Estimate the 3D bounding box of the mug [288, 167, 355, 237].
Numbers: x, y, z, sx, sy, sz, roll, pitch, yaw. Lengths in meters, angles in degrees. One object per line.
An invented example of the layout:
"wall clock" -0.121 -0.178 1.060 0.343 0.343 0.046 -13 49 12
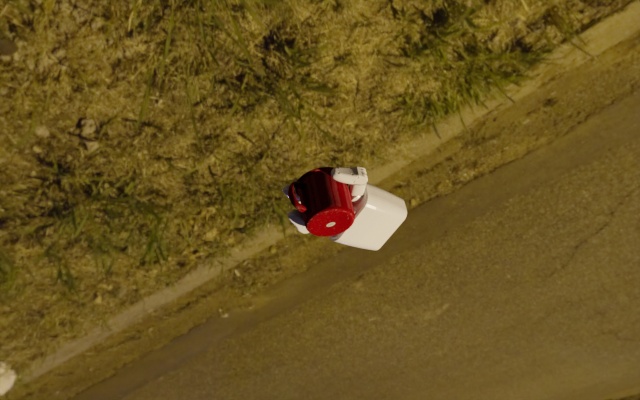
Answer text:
"mug" -0.001 0.002 0.771 0.117 0.081 0.093 17 -44 -35
